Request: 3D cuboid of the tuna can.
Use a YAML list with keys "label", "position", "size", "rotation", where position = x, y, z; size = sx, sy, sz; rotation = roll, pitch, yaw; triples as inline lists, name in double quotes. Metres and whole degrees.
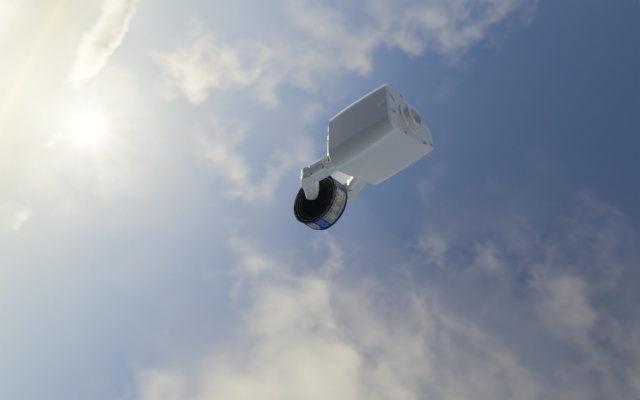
- label: "tuna can"
  position: [0.000, 0.003, 0.742]
  size: [0.086, 0.086, 0.034]
  rotation: [0, -25, 47]
